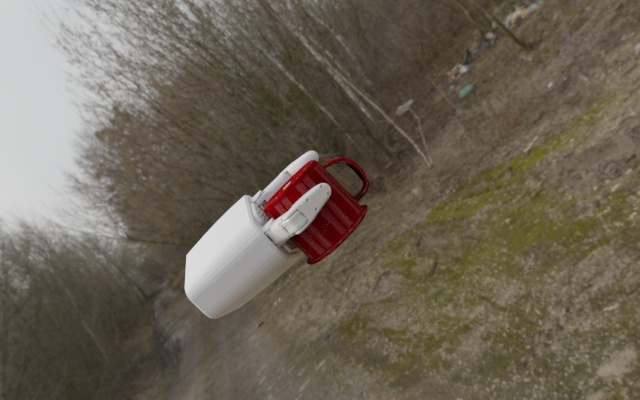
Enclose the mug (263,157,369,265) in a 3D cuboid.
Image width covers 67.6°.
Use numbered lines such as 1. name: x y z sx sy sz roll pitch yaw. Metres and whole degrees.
1. mug: 0.001 0.001 0.526 0.117 0.081 0.093 -43 8 6
